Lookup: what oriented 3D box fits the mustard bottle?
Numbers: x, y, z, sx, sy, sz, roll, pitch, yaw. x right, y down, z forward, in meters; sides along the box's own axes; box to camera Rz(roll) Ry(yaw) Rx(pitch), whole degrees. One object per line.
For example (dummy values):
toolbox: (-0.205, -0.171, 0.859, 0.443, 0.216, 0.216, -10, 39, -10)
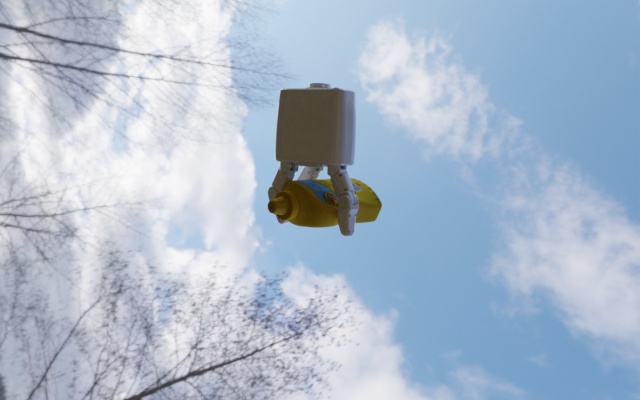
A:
mustard bottle: (0.000, 0.003, 0.711, 0.191, 0.058, 0.096, -4, 35, -46)
